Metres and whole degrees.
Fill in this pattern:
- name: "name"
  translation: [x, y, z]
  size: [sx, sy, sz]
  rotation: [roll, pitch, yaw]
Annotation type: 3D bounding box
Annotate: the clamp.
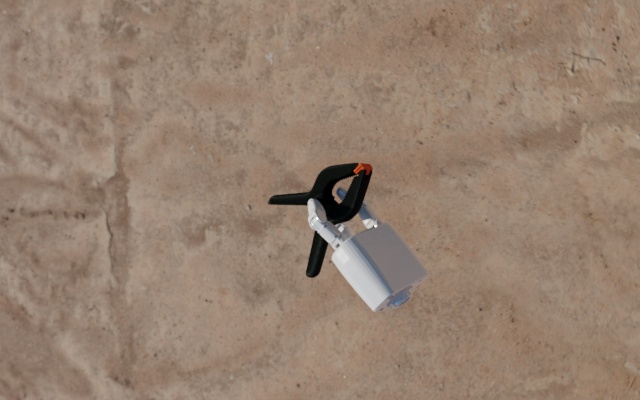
- name: "clamp"
  translation: [0.000, 0.002, 0.786]
  size: [0.036, 0.164, 0.210]
  rotation: [-2, -42, -52]
